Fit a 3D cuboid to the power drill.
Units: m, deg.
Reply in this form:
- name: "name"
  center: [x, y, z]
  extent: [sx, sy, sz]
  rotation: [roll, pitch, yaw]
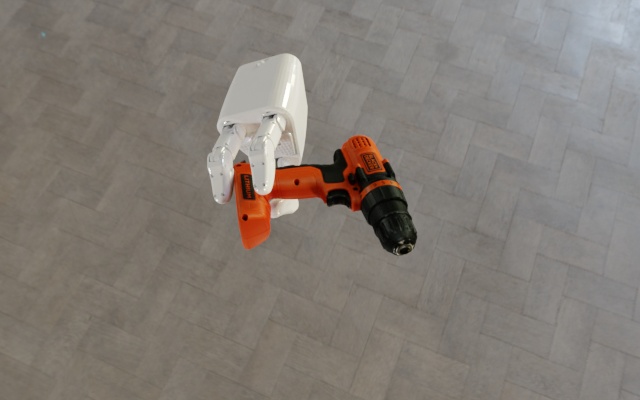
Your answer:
- name: "power drill"
  center: [0.000, 0.002, 0.543]
  extent: [0.187, 0.057, 0.184]
  rotation: [-9, 42, -9]
